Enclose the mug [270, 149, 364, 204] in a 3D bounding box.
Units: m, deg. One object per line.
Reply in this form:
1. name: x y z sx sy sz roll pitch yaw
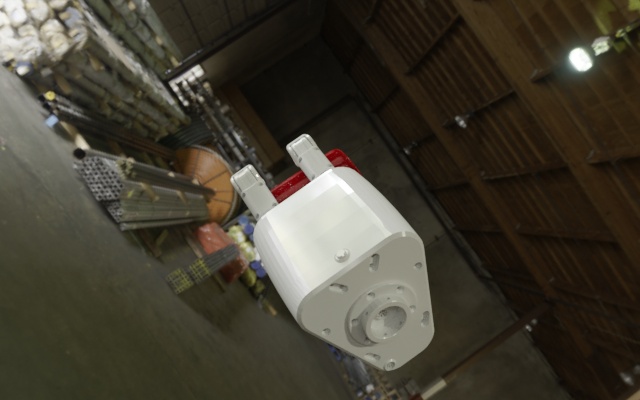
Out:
1. mug: 0.000 0.001 0.452 0.081 0.093 0.117 -34 33 -3
